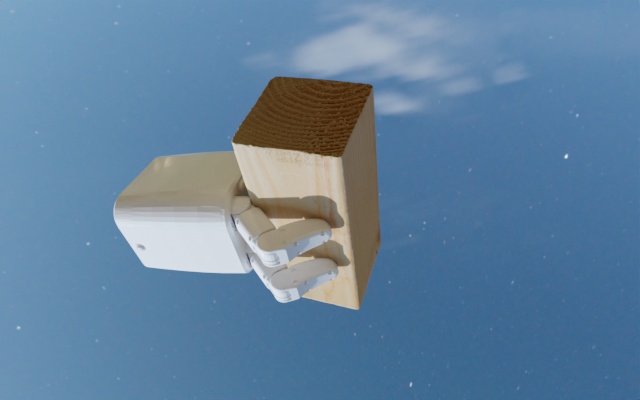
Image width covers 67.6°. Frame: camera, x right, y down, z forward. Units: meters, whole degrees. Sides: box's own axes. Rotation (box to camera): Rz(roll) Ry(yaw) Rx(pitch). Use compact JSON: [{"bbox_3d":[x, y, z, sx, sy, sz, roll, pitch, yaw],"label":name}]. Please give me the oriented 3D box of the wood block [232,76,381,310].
[{"bbox_3d":[0.000,0.001,0.440,0.090,0.090,0.206,9,-40,17],"label":"wood block"}]
